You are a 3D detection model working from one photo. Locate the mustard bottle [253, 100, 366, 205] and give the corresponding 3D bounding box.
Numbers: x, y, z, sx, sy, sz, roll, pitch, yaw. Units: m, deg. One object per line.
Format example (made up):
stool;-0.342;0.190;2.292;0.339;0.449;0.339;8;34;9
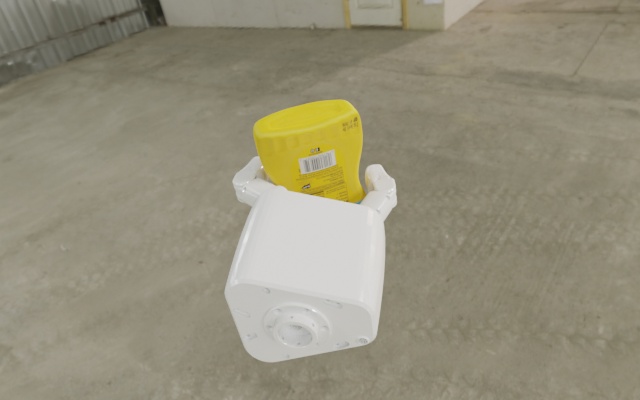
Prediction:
mustard bottle;0.000;0.001;0.477;0.096;0.192;0.058;-16;35;-8
